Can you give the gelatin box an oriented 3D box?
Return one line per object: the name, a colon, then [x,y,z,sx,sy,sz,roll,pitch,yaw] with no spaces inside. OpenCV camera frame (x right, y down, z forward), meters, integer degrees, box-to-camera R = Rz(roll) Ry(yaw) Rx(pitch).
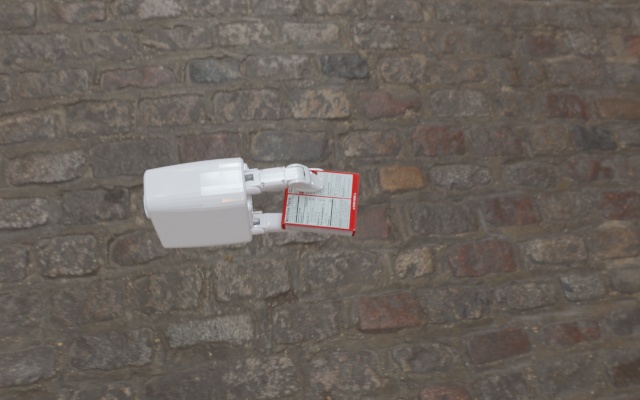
gelatin box: [0.000,0.002,0.577,0.089,0.073,0.030,5,-19,1]
